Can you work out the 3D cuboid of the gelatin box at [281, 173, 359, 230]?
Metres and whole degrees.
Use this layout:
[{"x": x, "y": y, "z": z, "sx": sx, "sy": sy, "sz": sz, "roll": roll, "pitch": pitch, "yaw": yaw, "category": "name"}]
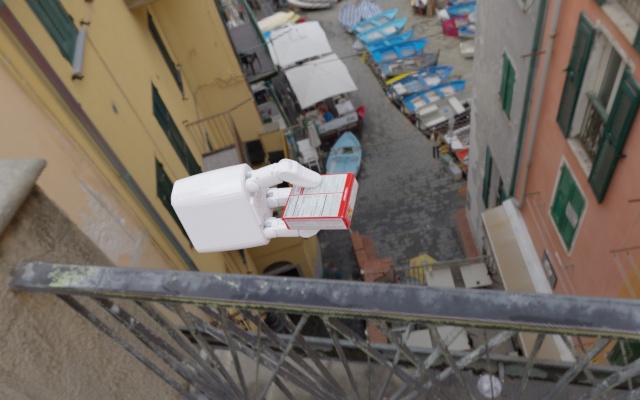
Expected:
[{"x": 0.000, "y": 0.002, "z": 0.629, "sx": 0.089, "sy": 0.073, "sz": 0.030, "roll": -3, "pitch": -39, "yaw": 24, "category": "gelatin box"}]
